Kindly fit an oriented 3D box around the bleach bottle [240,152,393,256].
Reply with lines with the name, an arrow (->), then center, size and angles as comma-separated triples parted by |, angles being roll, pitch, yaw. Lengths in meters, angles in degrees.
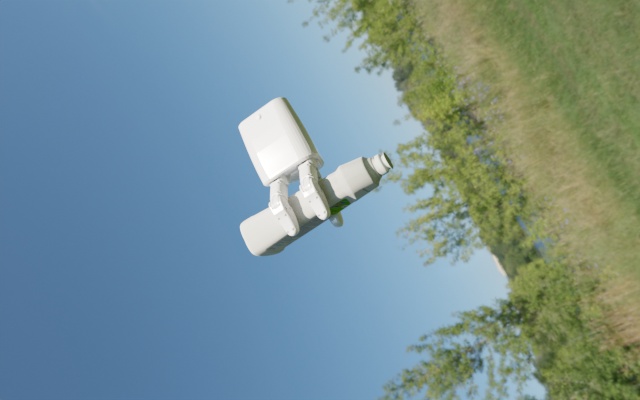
bleach bottle -> 0.000, 0.002, 0.738 | 0.251, 0.068, 0.102 | -31, -11, 20
